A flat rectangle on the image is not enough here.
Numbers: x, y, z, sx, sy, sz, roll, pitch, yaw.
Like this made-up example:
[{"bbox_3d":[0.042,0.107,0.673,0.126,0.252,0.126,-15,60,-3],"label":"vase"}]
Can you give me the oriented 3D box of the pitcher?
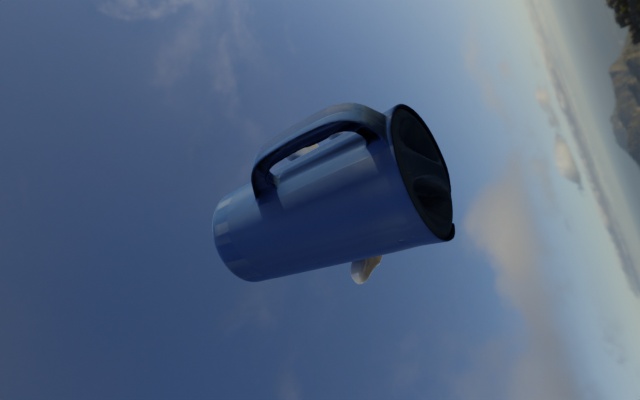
[{"bbox_3d":[0.000,0.002,0.489,0.243,0.149,0.145,-21,2,30],"label":"pitcher"}]
